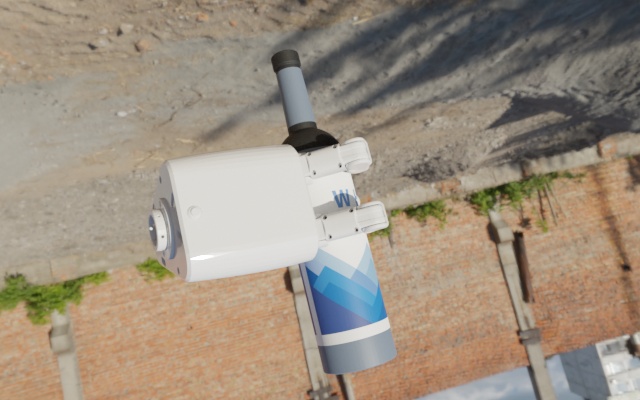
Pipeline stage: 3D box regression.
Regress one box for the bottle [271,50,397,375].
[{"bbox_3d":[0.000,0.002,0.441,0.069,0.295,0.069,-14,-8,-2],"label":"bottle"}]
